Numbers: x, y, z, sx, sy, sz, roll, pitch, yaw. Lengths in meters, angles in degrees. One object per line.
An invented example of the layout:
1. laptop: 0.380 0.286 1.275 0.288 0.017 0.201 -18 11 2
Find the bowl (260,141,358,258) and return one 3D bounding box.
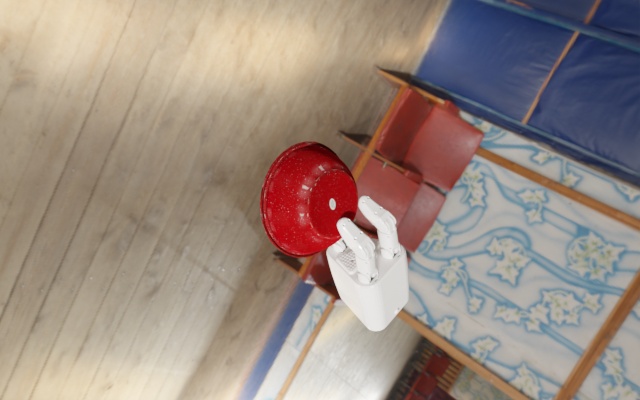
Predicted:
1. bowl: 0.000 0.001 0.640 0.162 0.162 0.055 0 6 -42
